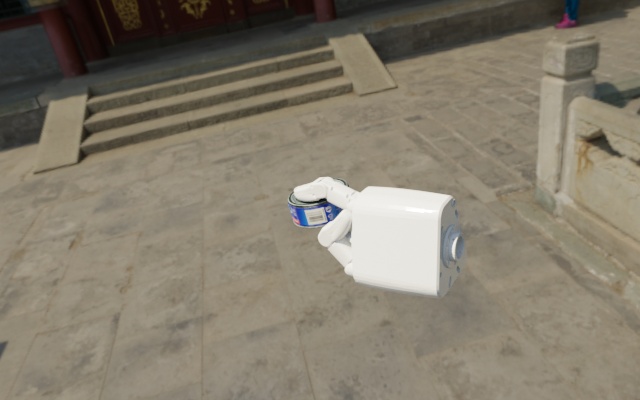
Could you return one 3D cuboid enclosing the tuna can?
[{"bbox_3d":[0.000,0.002,0.641,0.086,0.034,0.086,-13,23,6],"label":"tuna can"}]
